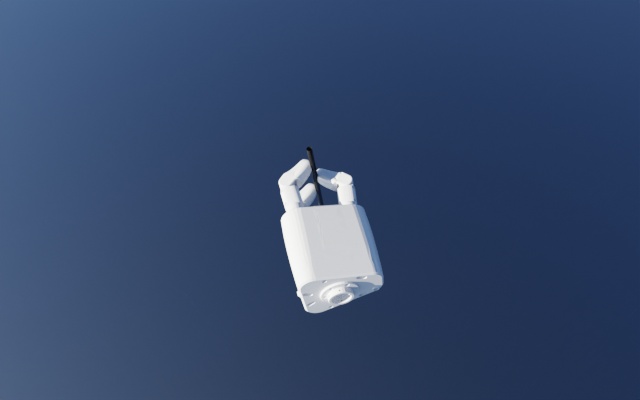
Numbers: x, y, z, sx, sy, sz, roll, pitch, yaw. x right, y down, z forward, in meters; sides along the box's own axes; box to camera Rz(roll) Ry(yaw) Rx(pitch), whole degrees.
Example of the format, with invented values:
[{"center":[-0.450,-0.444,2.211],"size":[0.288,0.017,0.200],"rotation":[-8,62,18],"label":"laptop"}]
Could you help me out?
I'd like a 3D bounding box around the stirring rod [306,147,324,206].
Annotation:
[{"center":[0.000,0.003,0.733],"size":[0.011,0.011,0.240],"rotation":[0,-36,9],"label":"stirring rod"}]
